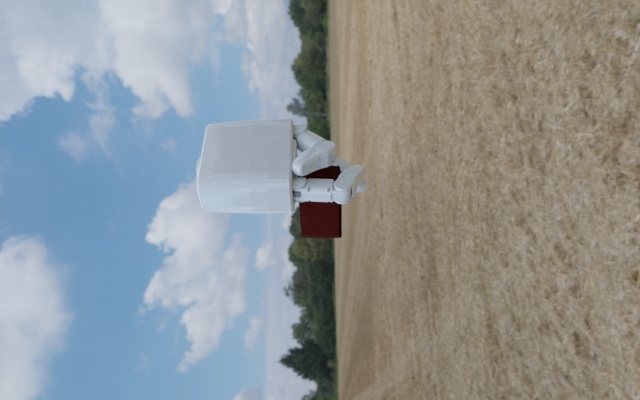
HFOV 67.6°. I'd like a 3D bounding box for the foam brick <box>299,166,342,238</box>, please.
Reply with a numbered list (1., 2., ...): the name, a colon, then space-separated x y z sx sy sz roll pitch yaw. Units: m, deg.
1. foam brick: 0.000 0.002 0.597 0.051 0.078 0.053 -2 39 0
